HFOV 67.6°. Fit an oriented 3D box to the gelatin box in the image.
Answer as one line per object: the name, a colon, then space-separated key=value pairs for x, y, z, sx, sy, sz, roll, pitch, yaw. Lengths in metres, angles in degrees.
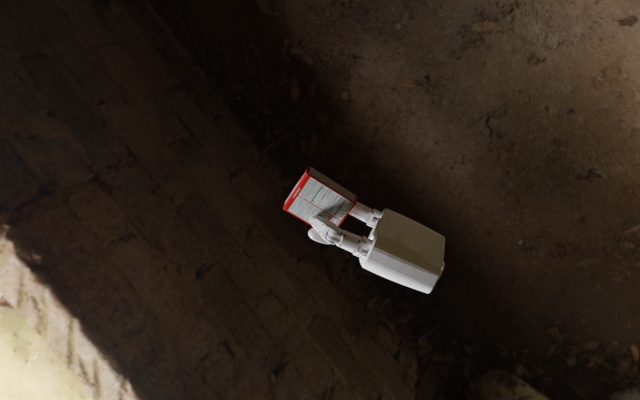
gelatin box: x=0.000 y=0.002 z=0.722 sx=0.089 sy=0.073 sz=0.030 roll=31 pitch=29 yaw=-9
